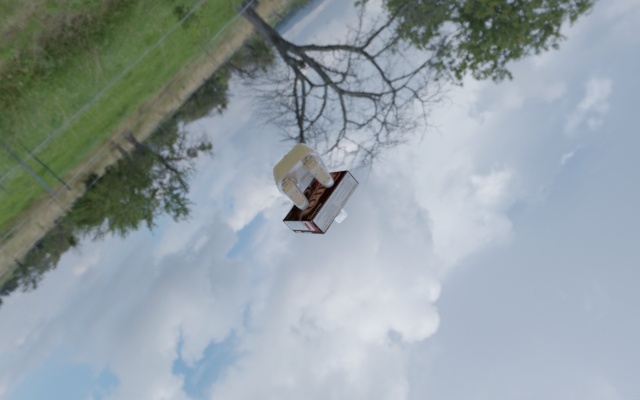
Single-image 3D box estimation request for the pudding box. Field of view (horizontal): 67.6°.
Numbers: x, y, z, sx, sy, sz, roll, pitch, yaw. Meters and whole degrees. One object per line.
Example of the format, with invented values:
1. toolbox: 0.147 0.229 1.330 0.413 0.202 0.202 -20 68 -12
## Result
1. pudding box: 0.000 0.003 0.794 0.039 0.113 0.090 44 -24 -24
